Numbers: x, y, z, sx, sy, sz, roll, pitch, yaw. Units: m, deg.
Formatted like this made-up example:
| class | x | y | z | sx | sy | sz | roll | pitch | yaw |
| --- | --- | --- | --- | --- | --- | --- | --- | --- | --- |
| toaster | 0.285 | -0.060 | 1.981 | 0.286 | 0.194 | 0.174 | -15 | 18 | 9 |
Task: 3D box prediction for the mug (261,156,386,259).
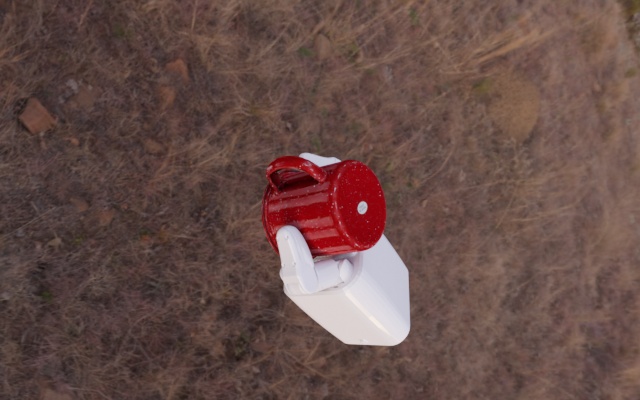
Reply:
| class | x | y | z | sx | sy | sz | roll | pitch | yaw |
| --- | --- | --- | --- | --- | --- | --- | --- | --- | --- |
| mug | -0.001 | 0.000 | 0.433 | 0.081 | 0.093 | 0.117 | -12 | -49 | 40 |
